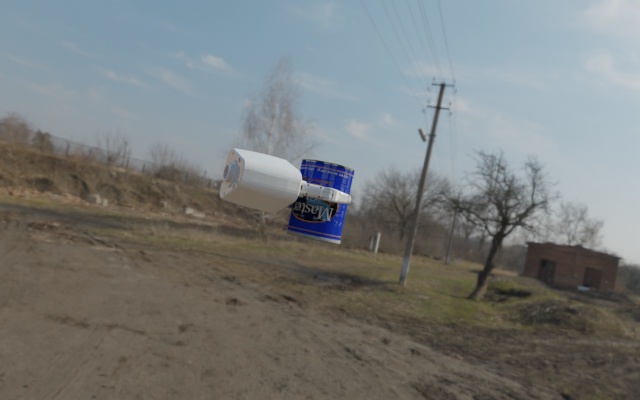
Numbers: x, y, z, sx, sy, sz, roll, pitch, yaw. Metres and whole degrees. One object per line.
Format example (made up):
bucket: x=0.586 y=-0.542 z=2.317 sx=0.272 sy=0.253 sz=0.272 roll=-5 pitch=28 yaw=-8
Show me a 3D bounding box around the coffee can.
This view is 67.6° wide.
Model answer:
coffee can: x=0.000 y=0.003 z=0.892 sx=0.103 sy=0.140 sz=0.103 roll=12 pitch=-3 yaw=1
